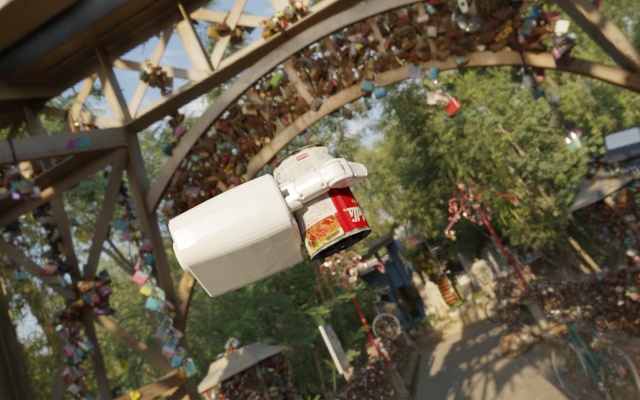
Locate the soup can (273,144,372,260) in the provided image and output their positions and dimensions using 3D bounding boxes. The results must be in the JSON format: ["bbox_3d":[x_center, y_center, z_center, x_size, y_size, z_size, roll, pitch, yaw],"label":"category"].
[{"bbox_3d":[0.000,0.001,0.494,0.068,0.102,0.068,-24,-15,-7],"label":"soup can"}]
